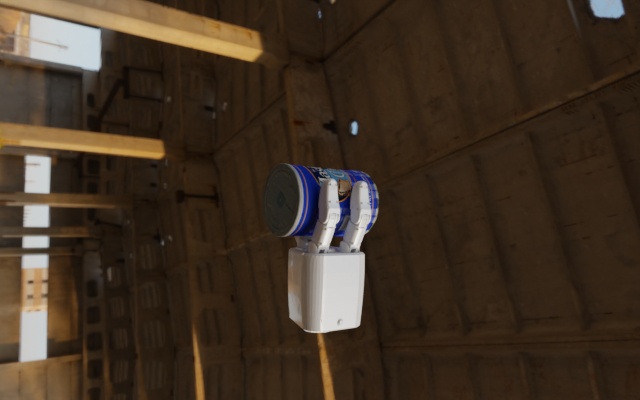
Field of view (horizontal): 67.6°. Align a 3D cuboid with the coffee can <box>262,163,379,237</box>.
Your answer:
[{"bbox_3d":[0.000,0.002,0.703,0.140,0.103,0.103,3,-2,-35],"label":"coffee can"}]
